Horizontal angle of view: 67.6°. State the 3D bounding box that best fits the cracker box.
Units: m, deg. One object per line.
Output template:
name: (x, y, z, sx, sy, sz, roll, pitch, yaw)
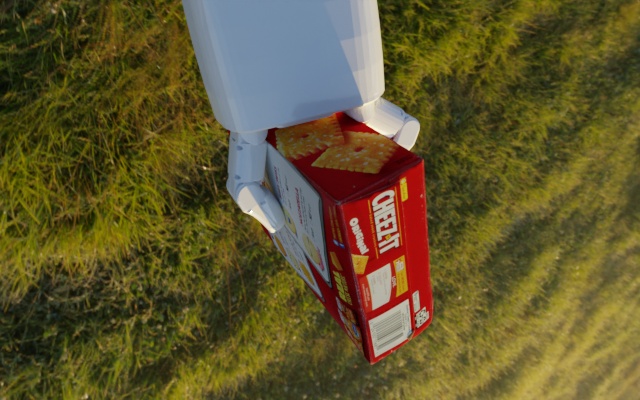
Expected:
cracker box: (0.000, 0.001, 0.400, 0.072, 0.164, 0.213, -27, 39, -17)
